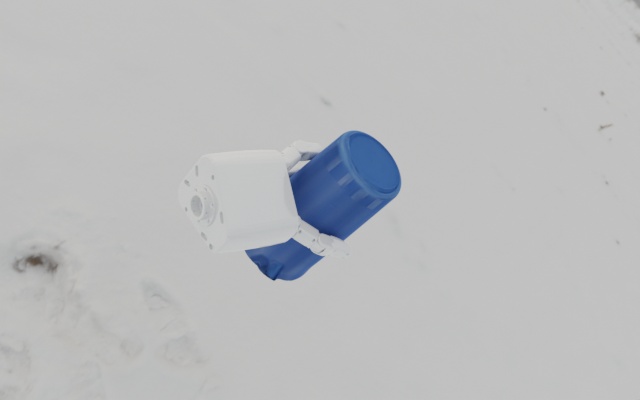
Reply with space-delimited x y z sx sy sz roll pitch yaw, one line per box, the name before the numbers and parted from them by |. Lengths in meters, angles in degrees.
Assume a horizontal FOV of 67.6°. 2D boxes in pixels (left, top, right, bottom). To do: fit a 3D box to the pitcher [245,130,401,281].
pitcher | 0.000 0.002 0.697 0.145 0.149 0.243 -4 -27 -45
